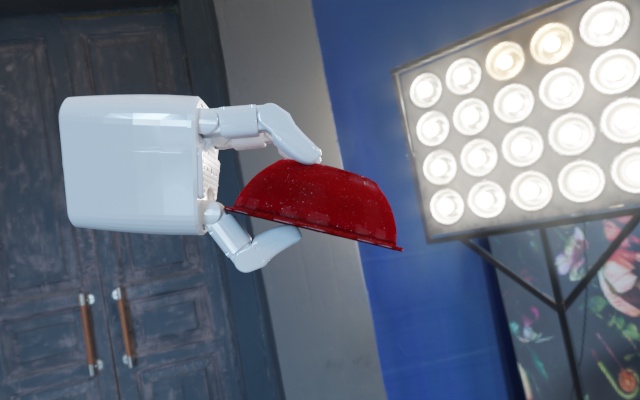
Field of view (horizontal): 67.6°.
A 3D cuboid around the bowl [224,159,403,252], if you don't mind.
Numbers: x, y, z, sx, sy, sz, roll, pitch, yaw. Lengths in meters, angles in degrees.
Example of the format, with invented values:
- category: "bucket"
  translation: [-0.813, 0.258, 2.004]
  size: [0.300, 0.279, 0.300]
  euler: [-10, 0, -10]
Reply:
- category: "bowl"
  translation: [0.001, 0.001, 0.427]
  size: [0.162, 0.055, 0.162]
  euler: [14, -4, 1]
